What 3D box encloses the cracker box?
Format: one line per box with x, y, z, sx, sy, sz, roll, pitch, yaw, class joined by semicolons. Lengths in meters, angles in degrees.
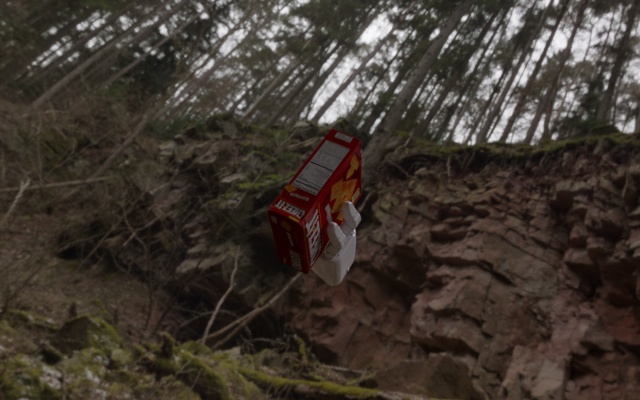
0.000;0.003;0.869;0.072;0.213;0.164;23;-33;20;cracker box
